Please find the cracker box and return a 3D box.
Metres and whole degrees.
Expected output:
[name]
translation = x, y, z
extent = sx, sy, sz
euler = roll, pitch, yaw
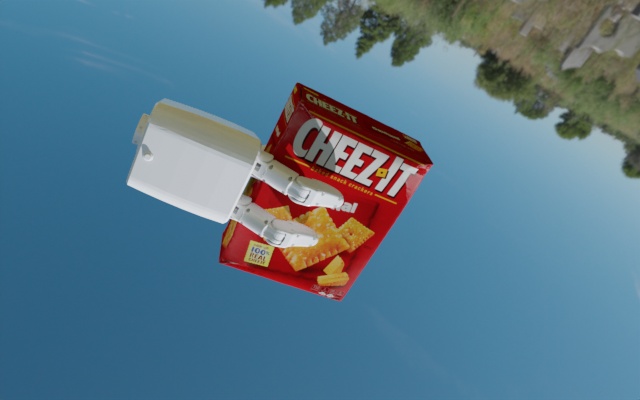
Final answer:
[cracker box]
translation = 0.000, 0.002, 0.549
extent = 0.164, 0.214, 0.072
euler = 22, 25, -18
